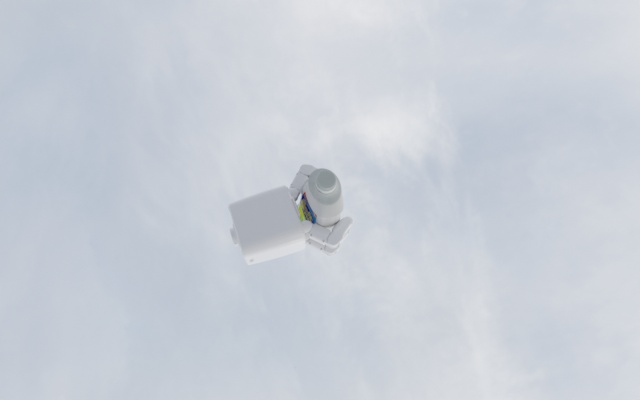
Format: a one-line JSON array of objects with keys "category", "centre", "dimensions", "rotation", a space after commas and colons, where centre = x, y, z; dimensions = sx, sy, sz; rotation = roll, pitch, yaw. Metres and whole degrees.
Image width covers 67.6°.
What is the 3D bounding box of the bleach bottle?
[{"category": "bleach bottle", "centre": [0.000, 0.003, 0.820], "dimensions": [0.068, 0.102, 0.251], "rotation": [-17, -17, -9]}]
